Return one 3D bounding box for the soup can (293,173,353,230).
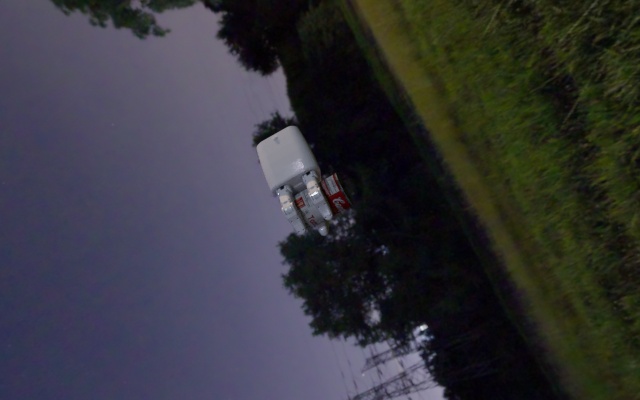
[{"bbox_3d":[0.000,0.003,0.878,0.102,0.068,0.068,-28,-4,8],"label":"soup can"}]
